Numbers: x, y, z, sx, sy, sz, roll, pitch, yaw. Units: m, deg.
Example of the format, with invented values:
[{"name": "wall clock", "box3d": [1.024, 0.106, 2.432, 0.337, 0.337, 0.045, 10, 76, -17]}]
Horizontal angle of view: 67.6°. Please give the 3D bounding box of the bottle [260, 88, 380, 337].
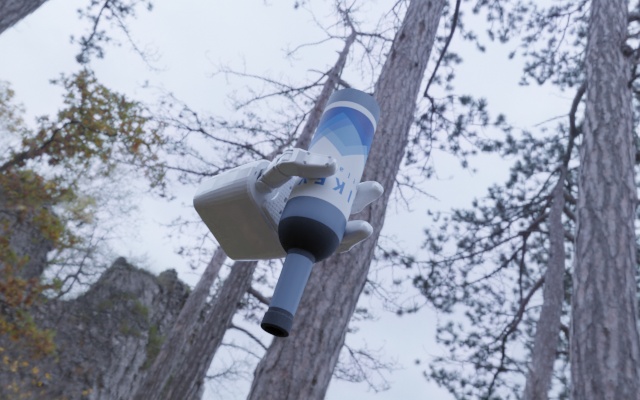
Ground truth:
[{"name": "bottle", "box3d": [0.000, 0.001, 0.506, 0.069, 0.295, 0.069, 13, -35, 9]}]
